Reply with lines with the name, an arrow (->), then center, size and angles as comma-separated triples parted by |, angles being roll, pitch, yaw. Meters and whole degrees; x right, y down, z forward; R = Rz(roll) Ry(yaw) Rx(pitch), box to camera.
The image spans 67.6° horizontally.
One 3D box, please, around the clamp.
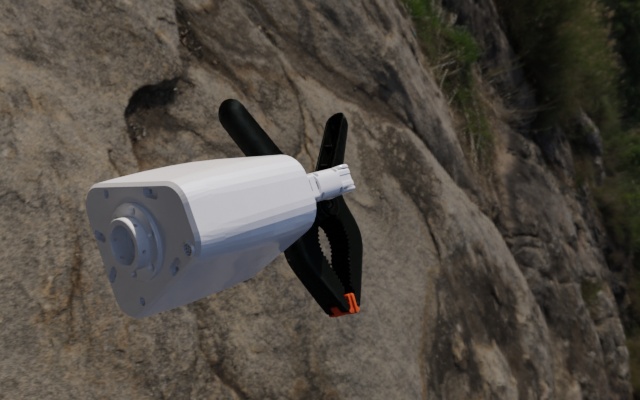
clamp -> 0.001, 0.002, 0.452 | 0.036, 0.210, 0.164 | -22, -3, 40
